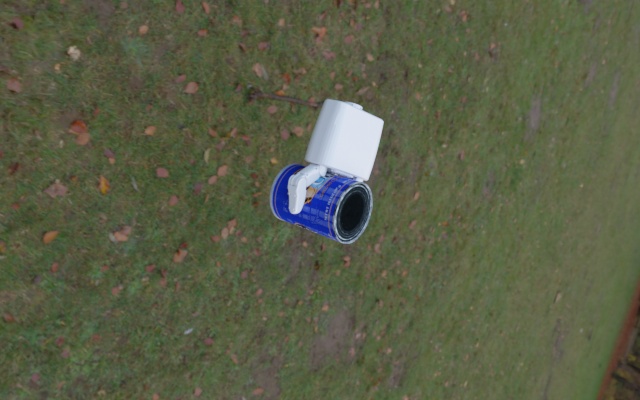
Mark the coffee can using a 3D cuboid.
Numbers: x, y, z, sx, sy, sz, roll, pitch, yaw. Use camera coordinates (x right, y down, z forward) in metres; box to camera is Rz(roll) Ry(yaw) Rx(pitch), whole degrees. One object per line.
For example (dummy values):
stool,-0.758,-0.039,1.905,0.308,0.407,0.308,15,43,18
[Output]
coffee can,0.000,0.003,0.794,0.140,0.103,0.103,18,11,36
